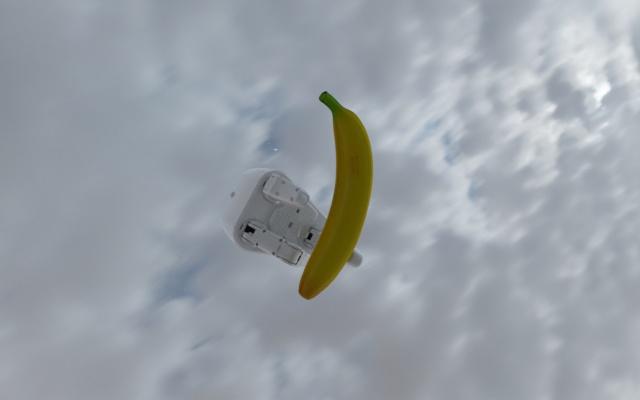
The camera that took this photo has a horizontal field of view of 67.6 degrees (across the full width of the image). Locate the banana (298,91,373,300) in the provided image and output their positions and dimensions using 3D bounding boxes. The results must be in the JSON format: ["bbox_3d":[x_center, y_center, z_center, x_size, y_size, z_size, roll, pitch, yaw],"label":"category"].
[{"bbox_3d":[0.018,-0.001,0.466,0.069,0.198,0.037,3,7,-23],"label":"banana"}]
